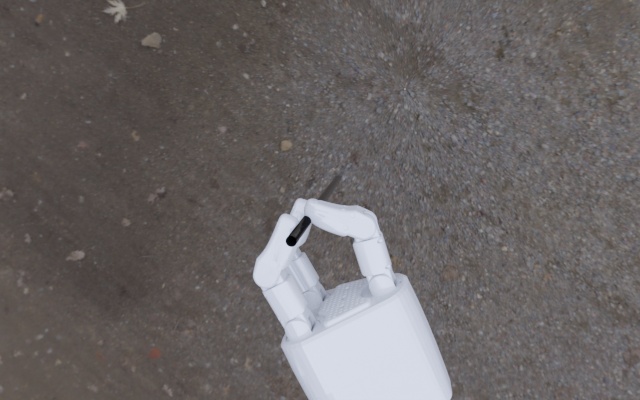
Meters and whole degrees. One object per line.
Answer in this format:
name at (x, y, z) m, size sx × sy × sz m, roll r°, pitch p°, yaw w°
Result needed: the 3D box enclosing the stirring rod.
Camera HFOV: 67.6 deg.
stirring rod at (0.000, 0.002, 0.446) m, size 0.011 × 0.011 × 0.239 m, roll 0°, pitch 13°, yaw 10°
